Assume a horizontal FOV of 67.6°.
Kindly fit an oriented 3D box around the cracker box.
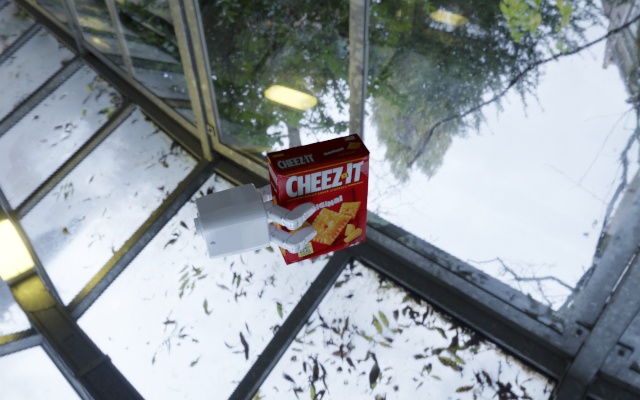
[{"bbox_3d":[0.000,0.003,0.847,0.164,0.214,0.072,-15,43,-15],"label":"cracker box"}]
